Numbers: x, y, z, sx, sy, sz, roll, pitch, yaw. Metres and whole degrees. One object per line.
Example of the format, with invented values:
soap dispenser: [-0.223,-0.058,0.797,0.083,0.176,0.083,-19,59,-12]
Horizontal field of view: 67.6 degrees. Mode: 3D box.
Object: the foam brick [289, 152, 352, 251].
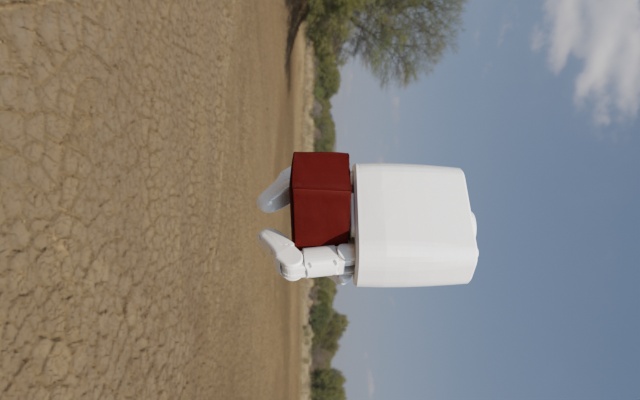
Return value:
foam brick: [0.000,0.001,0.428,0.051,0.078,0.053,1,43,1]
